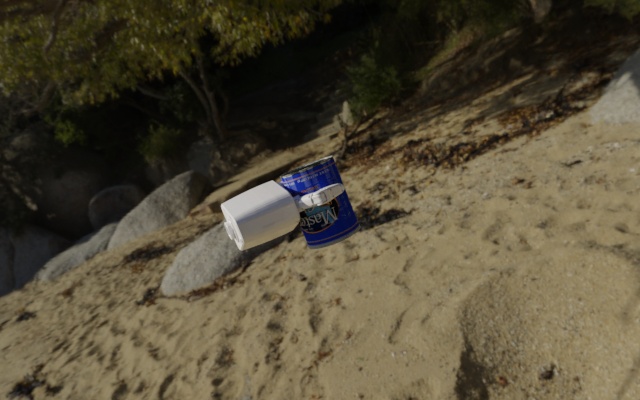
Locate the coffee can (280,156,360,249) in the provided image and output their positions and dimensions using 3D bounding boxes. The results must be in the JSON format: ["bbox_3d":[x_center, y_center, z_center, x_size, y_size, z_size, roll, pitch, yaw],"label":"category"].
[{"bbox_3d":[0.000,0.003,0.862,0.103,0.140,0.103,-21,8,3],"label":"coffee can"}]
